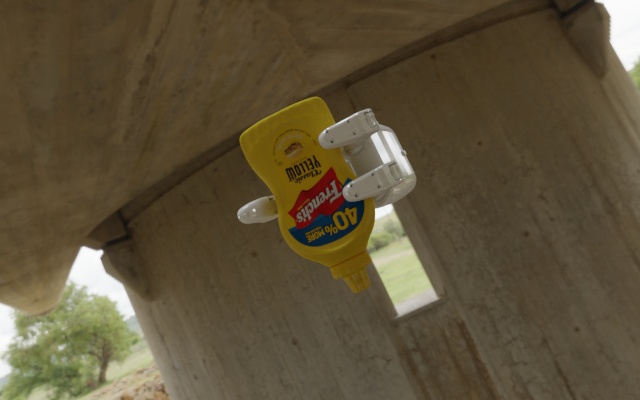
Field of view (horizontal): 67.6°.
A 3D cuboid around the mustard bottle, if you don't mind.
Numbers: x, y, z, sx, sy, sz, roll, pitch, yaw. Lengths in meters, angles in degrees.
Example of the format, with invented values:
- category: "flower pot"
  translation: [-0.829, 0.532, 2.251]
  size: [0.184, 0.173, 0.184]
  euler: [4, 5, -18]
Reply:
- category: "mustard bottle"
  translation: [0.000, 0.001, 0.477]
  size: [0.096, 0.191, 0.058]
  euler: [-26, -5, 3]
